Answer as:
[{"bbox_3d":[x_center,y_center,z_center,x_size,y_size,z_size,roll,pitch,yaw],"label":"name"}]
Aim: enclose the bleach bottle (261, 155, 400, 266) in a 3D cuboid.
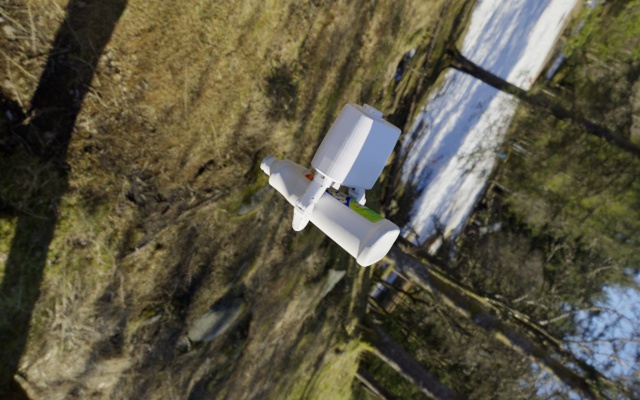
[{"bbox_3d":[0.000,0.003,0.762,0.250,0.068,0.102,35,17,21],"label":"bleach bottle"}]
